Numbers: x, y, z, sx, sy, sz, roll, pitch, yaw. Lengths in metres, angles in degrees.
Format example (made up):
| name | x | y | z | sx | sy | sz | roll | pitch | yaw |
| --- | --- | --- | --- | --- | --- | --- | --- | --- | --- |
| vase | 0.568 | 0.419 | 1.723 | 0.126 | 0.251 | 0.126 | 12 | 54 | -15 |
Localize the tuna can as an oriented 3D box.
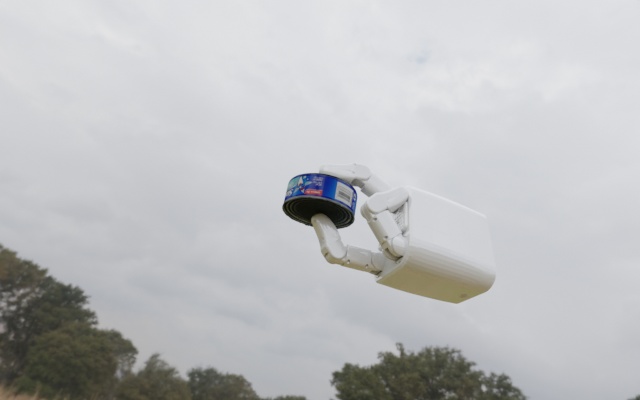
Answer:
| name | x | y | z | sx | sy | sz | roll | pitch | yaw |
| --- | --- | --- | --- | --- | --- | --- | --- | --- | --- |
| tuna can | 0.000 | 0.001 | 0.561 | 0.086 | 0.033 | 0.086 | 9 | -25 | 4 |
